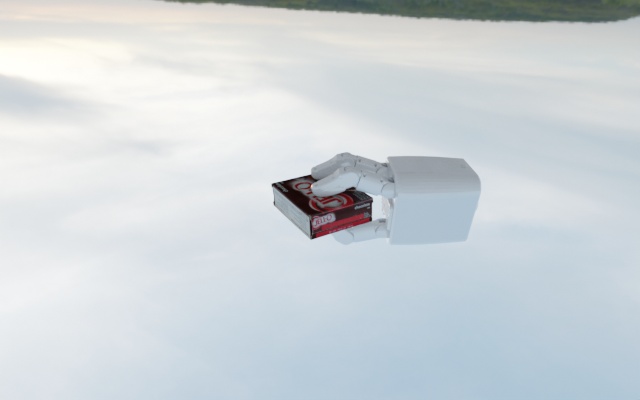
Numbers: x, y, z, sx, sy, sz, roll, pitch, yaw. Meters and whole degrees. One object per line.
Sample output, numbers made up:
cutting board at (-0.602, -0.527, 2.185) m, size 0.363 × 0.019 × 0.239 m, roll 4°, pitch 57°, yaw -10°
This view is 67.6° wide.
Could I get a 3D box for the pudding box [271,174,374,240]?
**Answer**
pudding box at (0.000, 0.002, 0.614) m, size 0.090 × 0.039 × 0.113 m, roll -14°, pitch 27°, yaw -26°
